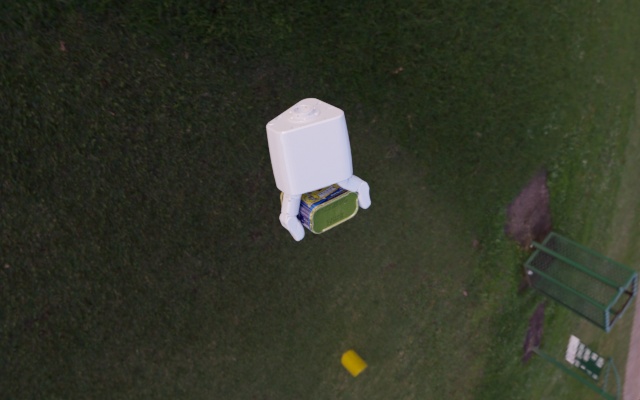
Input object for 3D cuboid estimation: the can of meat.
[{"bbox_3d":[0.000,0.003,0.786,0.102,0.057,0.084,-26,38,-28],"label":"can of meat"}]
